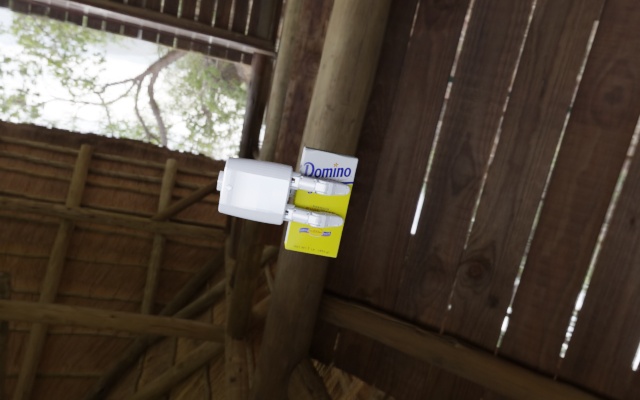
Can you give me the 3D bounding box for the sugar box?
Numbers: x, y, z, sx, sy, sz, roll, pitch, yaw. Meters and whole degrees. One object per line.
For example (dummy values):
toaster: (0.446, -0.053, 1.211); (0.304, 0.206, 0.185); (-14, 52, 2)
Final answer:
sugar box: (0.000, 0.003, 0.821); (0.093, 0.176, 0.048); (10, 12, -8)
